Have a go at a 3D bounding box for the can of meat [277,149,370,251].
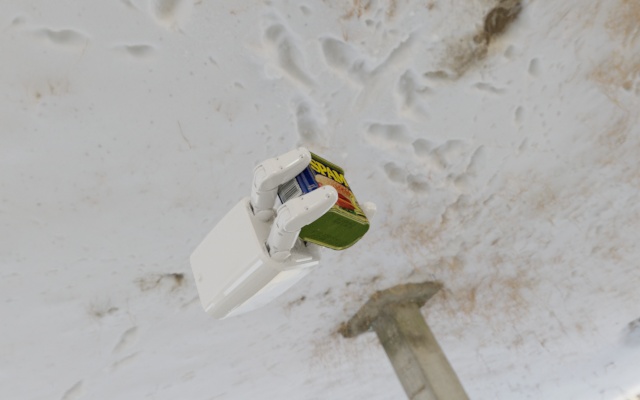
[{"bbox_3d":[0.000,0.002,0.521,0.057,0.084,0.102,-41,-35,21],"label":"can of meat"}]
